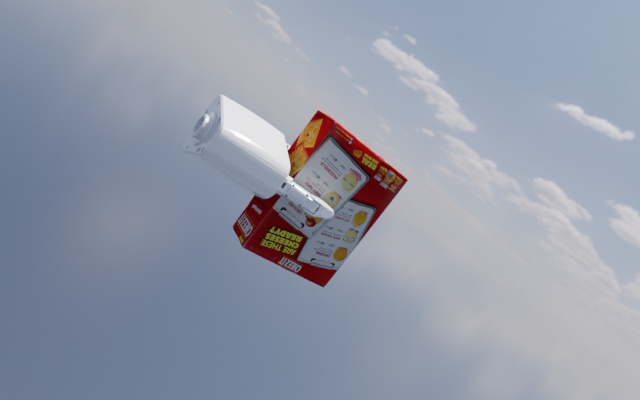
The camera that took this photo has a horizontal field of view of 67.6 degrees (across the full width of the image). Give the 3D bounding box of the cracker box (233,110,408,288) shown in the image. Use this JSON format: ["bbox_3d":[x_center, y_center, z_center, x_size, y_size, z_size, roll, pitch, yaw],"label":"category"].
[{"bbox_3d":[0.000,0.002,0.707,0.164,0.214,0.072,33,9,-34],"label":"cracker box"}]
